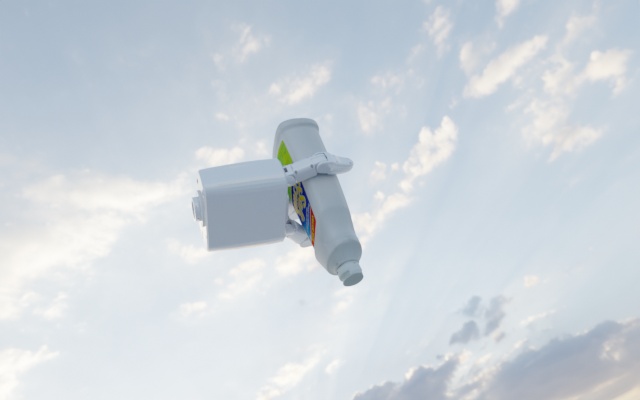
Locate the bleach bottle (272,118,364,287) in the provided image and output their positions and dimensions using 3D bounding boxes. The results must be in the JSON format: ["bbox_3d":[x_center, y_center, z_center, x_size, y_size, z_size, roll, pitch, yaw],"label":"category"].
[{"bbox_3d":[0.000,0.002,0.660,0.068,0.250,0.103,-8,-40,-21],"label":"bleach bottle"}]
